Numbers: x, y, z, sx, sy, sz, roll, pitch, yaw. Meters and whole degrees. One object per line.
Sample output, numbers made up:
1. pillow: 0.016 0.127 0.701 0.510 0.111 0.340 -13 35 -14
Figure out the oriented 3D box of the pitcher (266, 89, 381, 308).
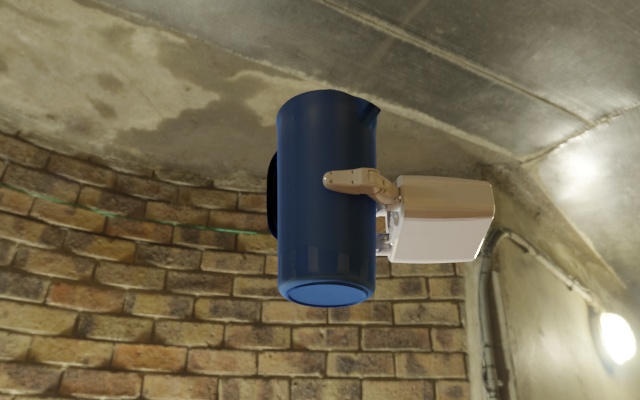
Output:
1. pitcher: 0.000 0.002 0.583 0.145 0.242 0.149 2 -28 -2
